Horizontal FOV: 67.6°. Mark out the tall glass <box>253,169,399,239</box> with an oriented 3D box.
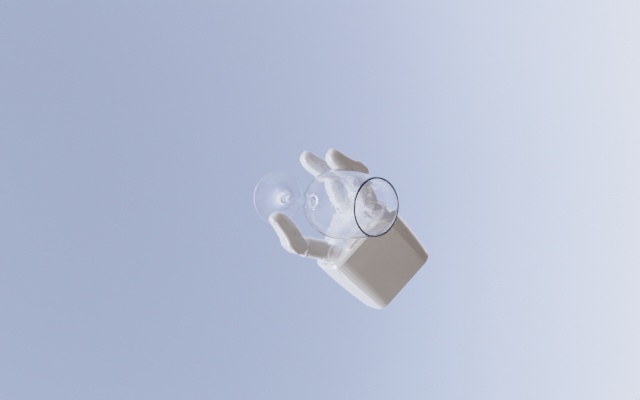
[{"bbox_3d":[0.000,0.002,0.564,0.079,0.079,0.201,0,3,-35],"label":"tall glass"}]
